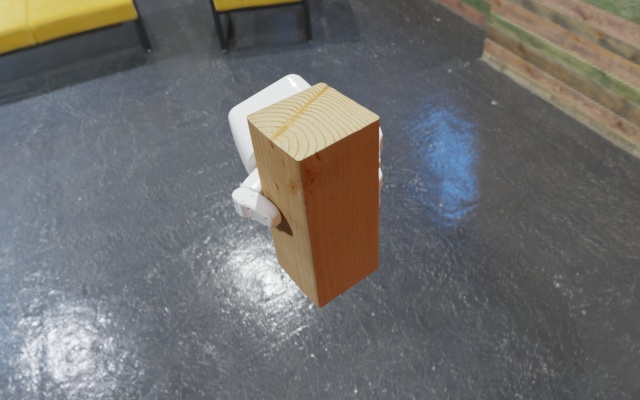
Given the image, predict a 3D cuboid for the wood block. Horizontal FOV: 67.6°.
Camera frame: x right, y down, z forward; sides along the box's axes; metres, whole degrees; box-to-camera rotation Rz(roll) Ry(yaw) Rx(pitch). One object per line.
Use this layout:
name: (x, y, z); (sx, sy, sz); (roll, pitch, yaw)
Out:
wood block: (0.000, 0.001, 0.492); (0.091, 0.206, 0.090); (-29, 48, -22)
